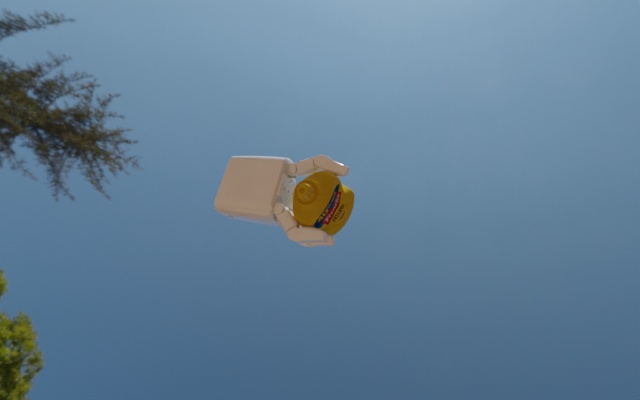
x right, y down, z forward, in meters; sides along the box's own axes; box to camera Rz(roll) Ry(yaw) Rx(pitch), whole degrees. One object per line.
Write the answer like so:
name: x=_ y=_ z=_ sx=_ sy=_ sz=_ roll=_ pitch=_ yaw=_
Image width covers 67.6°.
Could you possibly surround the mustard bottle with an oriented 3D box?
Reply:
mustard bottle: x=0.001 y=0.003 z=0.771 sx=0.058 sy=0.096 sz=0.192 roll=31 pitch=-1 yaw=20
